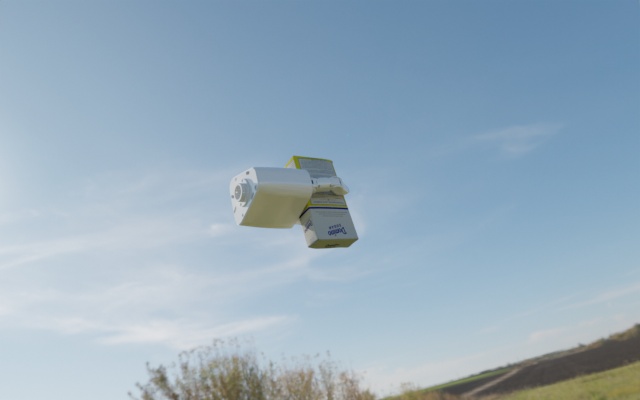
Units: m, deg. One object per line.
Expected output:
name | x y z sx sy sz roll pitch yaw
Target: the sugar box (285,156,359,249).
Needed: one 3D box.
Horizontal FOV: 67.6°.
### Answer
sugar box | 0.000 0.003 0.888 0.093 0.176 0.048 3 -30 -34
